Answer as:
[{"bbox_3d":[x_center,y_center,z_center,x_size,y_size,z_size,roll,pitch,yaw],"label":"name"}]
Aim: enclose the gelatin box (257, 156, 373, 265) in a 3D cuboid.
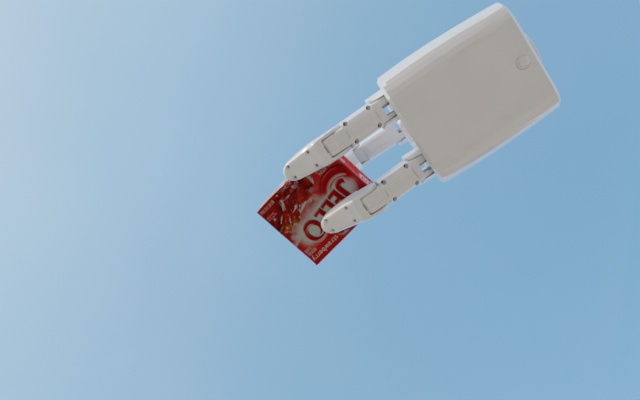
[{"bbox_3d":[0.000,0.001,0.423,0.073,0.089,0.030,42,19,-7],"label":"gelatin box"}]
